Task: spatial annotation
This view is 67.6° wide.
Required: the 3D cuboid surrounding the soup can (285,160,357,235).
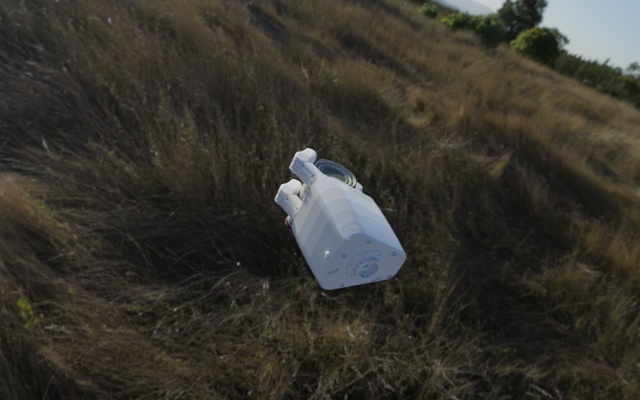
[{"bbox_3d":[0.000,0.002,0.675,0.068,0.102,0.068,20,30,-12],"label":"soup can"}]
